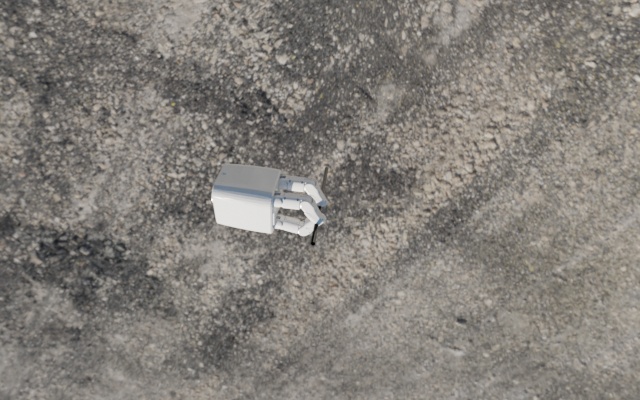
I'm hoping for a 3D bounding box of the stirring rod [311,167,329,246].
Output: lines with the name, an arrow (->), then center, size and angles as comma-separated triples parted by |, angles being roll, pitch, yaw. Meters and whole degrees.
stirring rod -> 0.000, 0.003, 0.893 | 0.011, 0.011, 0.239 | 0, 35, 7
